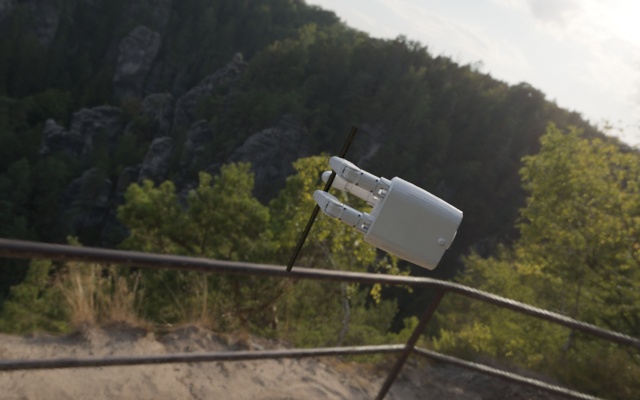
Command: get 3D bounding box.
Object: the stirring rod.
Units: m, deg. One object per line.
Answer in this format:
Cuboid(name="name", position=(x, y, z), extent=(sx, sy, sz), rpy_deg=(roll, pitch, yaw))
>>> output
Cuboid(name="stirring rod", position=(0.000, 0.002, 0.708), extent=(0.011, 0.239, 0.011), rpy_deg=(24, 13, -6))
